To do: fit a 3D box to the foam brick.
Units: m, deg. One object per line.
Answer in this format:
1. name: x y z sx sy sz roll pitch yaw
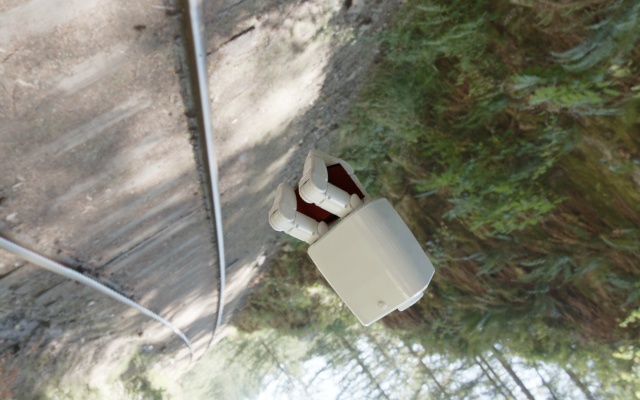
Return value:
1. foam brick: 0.000 0.002 0.558 0.078 0.051 0.053 -42 -11 34
